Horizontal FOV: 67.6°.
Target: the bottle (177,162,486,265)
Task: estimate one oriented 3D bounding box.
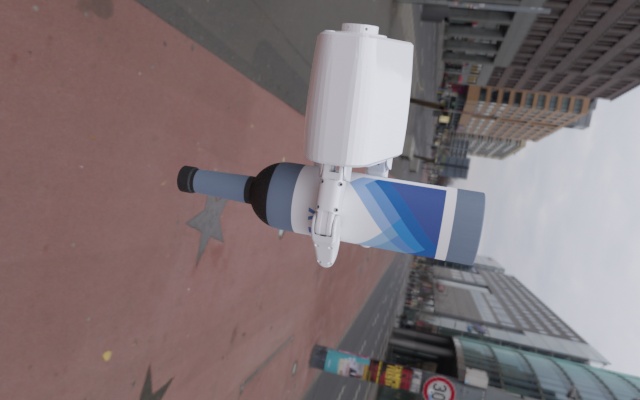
[{"bbox_3d":[0.000,0.002,0.461,0.295,0.069,0.069,10,2,13],"label":"bottle"}]
